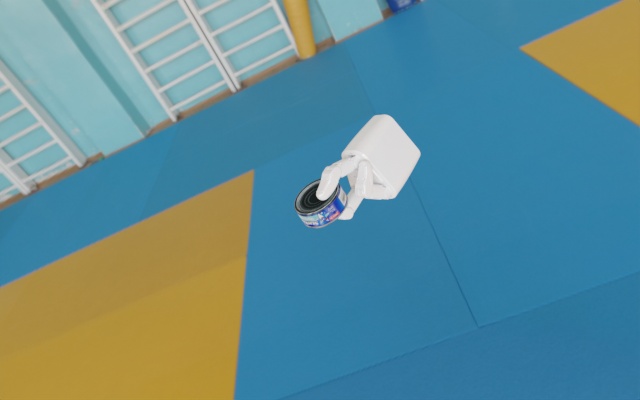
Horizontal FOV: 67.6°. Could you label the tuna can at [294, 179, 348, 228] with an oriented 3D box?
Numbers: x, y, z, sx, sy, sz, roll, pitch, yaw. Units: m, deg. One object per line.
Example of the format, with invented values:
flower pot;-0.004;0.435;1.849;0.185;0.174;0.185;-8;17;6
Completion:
tuna can;0.000;0.002;0.785;0.086;0.086;0.034;0;-42;39
